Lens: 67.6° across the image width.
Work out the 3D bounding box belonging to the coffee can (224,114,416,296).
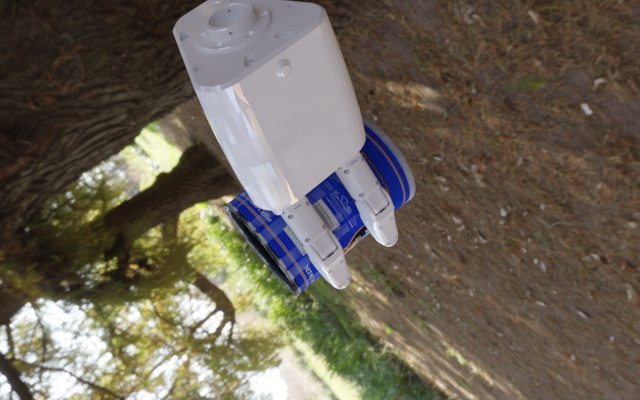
[{"bbox_3d":[0.000,0.001,0.433,0.140,0.103,0.103,-39,11,-14],"label":"coffee can"}]
